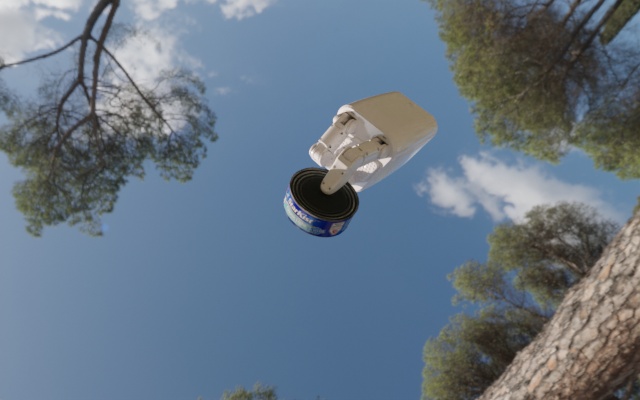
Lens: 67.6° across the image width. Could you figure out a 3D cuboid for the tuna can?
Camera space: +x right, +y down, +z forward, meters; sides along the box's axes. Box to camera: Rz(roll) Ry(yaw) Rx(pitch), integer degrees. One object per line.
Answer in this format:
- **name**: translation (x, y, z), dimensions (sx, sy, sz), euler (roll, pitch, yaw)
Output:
- **tuna can**: translation (0.000, 0.002, 0.567), dimensions (0.086, 0.086, 0.034), euler (0, -43, -26)
